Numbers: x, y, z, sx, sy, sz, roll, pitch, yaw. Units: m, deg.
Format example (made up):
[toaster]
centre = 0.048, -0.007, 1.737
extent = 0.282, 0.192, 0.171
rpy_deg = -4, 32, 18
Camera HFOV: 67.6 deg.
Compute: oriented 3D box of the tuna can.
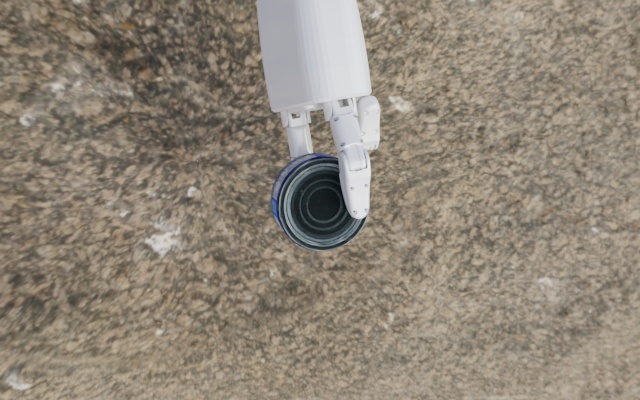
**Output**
[tuna can]
centre = 0.000, 0.002, 0.427
extent = 0.086, 0.086, 0.033
rpy_deg = 0, 10, -16
